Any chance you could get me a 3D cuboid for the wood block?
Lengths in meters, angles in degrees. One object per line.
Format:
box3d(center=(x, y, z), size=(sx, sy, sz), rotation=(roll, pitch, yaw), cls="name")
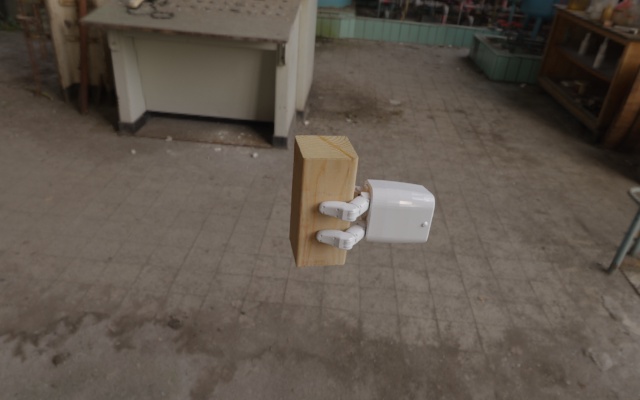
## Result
box3d(center=(0.000, 0.002, 0.810), size=(0.090, 0.206, 0.090), rotation=(-1, 30, -11), cls="wood block")
